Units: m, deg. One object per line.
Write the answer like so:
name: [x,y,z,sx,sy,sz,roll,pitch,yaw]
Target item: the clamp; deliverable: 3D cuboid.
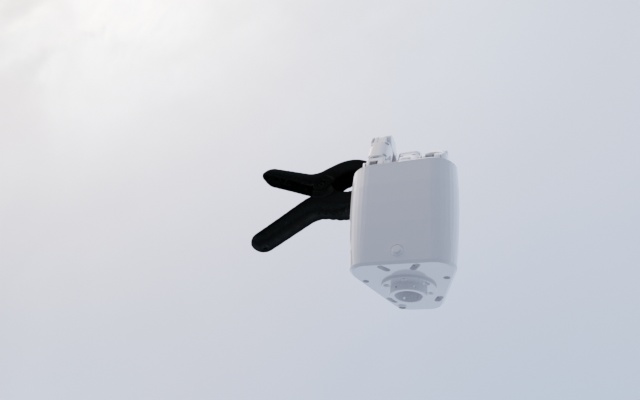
clamp: [0.000,0.002,0.526,0.171,0.120,0.039,-8,-39,24]
